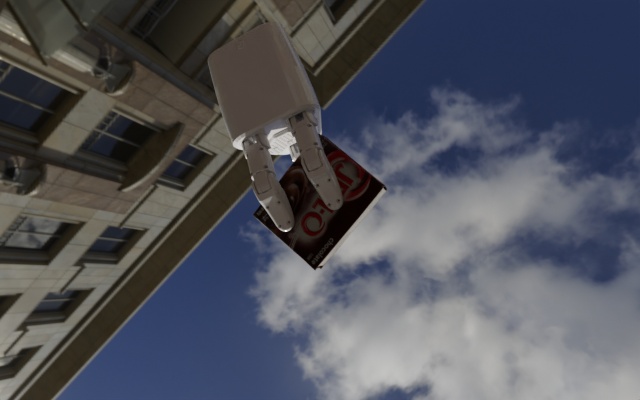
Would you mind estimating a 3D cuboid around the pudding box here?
[{"bbox_3d":[0.000,0.002,0.499,0.090,0.113,0.039,40,7,15],"label":"pudding box"}]
